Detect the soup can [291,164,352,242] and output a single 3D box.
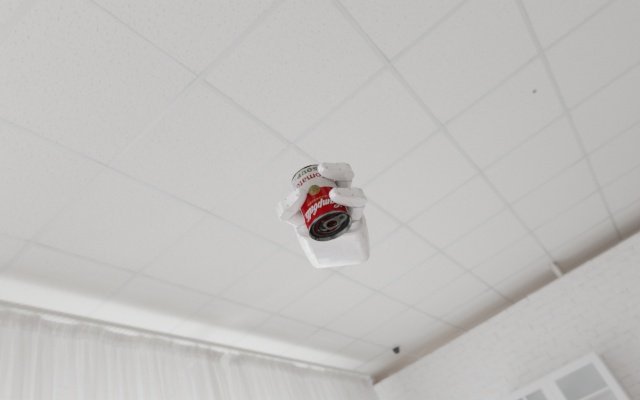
[{"bbox_3d":[0.000,0.002,0.731,0.068,0.102,0.069,-14,-39,-11],"label":"soup can"}]
